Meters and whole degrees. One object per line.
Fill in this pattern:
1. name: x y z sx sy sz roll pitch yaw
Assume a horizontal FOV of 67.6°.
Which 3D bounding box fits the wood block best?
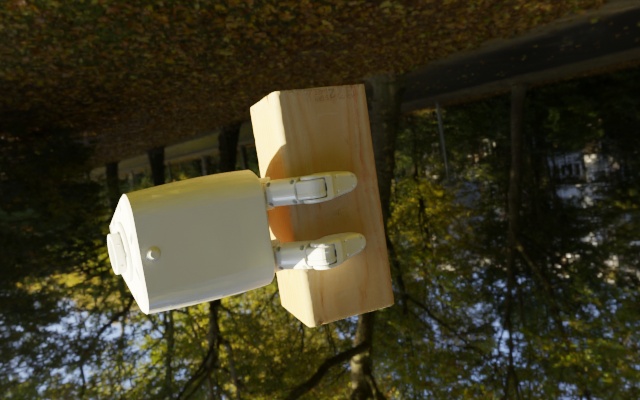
1. wood block: 0.000 0.002 0.464 0.090 0.206 0.091 -10 5 -21
